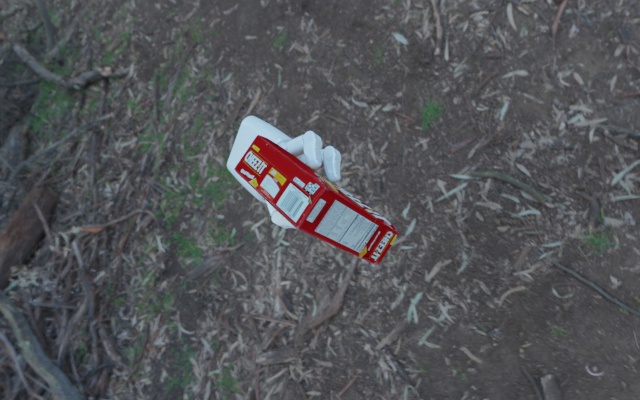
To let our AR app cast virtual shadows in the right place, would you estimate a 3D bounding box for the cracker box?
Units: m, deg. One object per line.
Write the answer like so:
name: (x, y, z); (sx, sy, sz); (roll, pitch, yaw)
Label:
cracker box: (0.000, 0.002, 0.708); (0.164, 0.072, 0.214); (39, 6, 39)
